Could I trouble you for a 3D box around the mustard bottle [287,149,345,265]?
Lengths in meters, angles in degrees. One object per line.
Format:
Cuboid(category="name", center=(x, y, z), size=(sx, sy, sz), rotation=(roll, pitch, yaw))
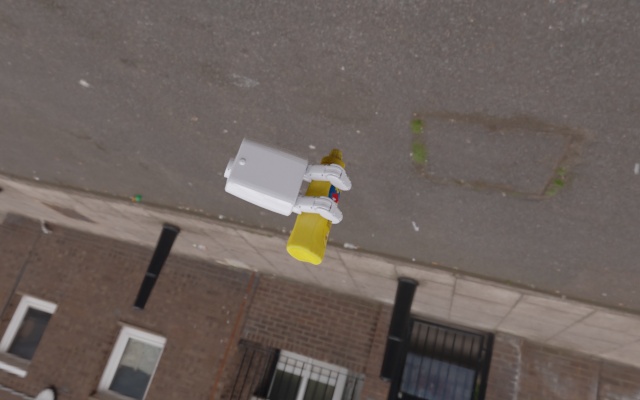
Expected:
Cuboid(category="mustard bottle", center=(0.000, 0.003, 0.782), size=(0.058, 0.191, 0.096), rotation=(12, -19, 15))
